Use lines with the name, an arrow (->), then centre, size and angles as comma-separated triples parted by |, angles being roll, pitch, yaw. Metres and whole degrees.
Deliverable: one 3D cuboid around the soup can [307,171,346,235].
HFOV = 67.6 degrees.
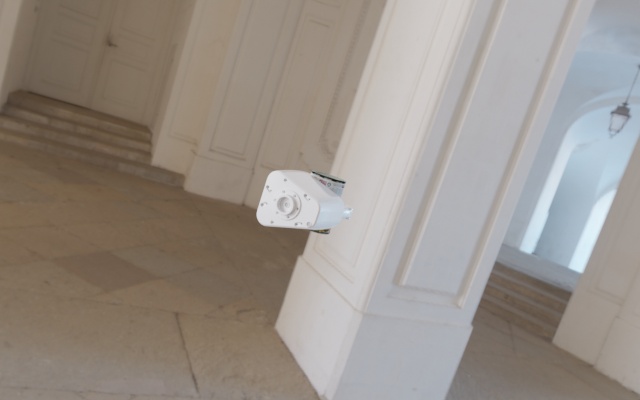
soup can -> 0.001, 0.003, 0.876 | 0.068, 0.102, 0.068 | 18, 7, -2
